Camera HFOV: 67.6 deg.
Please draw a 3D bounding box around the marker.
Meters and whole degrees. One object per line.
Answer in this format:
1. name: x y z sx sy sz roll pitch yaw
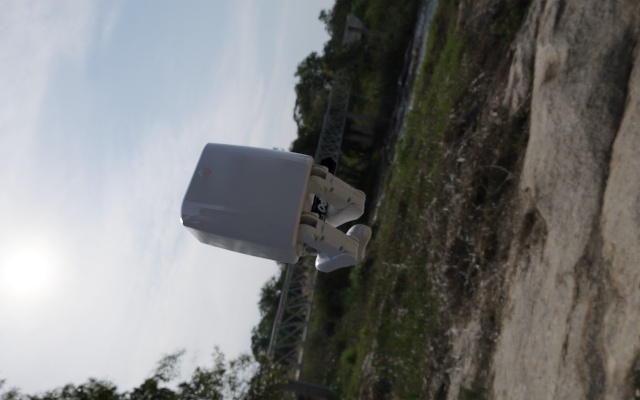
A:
1. marker: 0.000 0.002 0.506 0.020 0.121 0.020 7 -35 5
